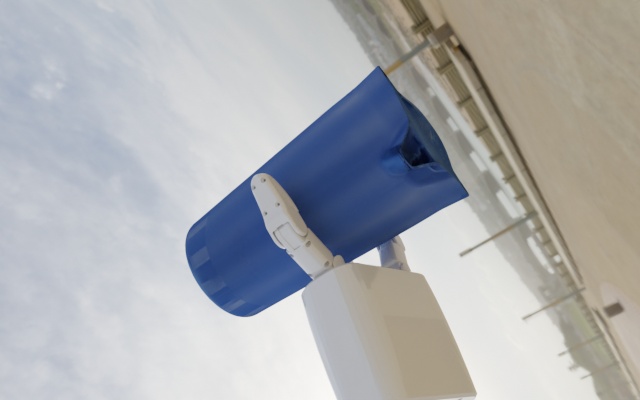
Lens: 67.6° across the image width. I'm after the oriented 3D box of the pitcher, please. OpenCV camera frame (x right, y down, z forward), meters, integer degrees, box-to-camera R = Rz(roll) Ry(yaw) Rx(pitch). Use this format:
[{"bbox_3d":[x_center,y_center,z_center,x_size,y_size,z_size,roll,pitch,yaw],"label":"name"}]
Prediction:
[{"bbox_3d":[0.000,0.002,0.445,0.243,0.145,0.149,-35,-37,16],"label":"pitcher"}]
